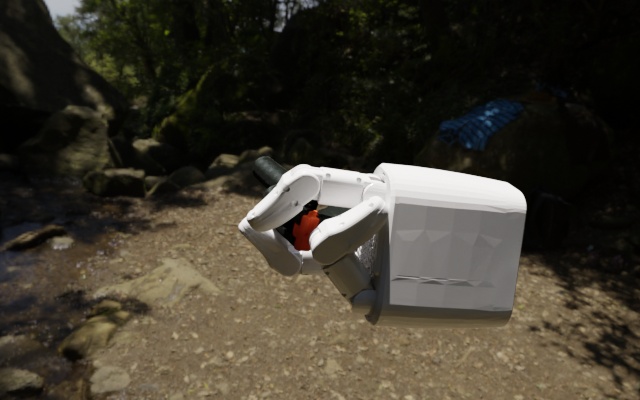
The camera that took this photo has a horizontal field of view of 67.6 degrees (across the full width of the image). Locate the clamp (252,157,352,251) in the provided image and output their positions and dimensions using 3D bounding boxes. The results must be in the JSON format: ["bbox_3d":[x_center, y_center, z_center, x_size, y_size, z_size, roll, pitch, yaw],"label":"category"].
[{"bbox_3d":[0.000,0.001,0.423,0.120,0.039,0.171,6,21,-10],"label":"clamp"}]
